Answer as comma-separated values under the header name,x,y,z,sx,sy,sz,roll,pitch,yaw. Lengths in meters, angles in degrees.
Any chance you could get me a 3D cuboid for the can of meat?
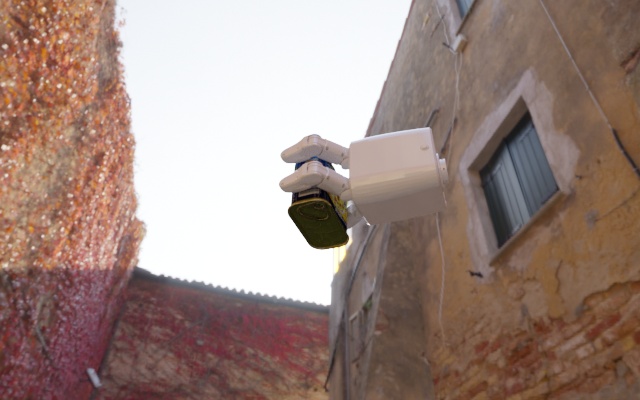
name,x,y,z,sx,sy,sz,roll,pitch,yaw
can of meat,0.000,0.002,0.632,0.057,0.083,0.102,-13,-43,18
